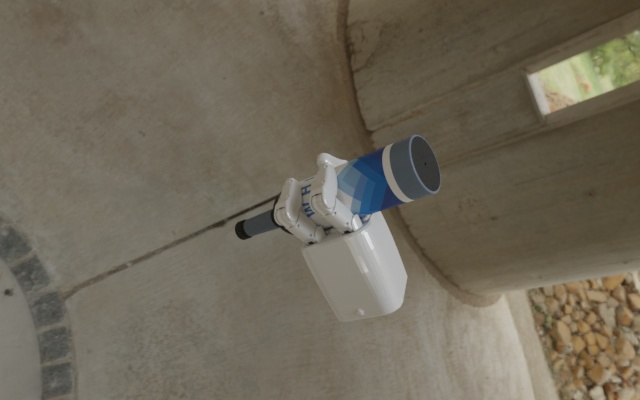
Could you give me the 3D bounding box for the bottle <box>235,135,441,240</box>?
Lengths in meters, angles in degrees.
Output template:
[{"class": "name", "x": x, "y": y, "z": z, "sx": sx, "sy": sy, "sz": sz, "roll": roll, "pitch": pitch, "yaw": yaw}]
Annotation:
[{"class": "bottle", "x": 0.000, "y": 0.002, "z": 0.593, "sx": 0.296, "sy": 0.069, "sz": 0.069, "roll": -20, "pitch": -12, "yaw": 36}]
